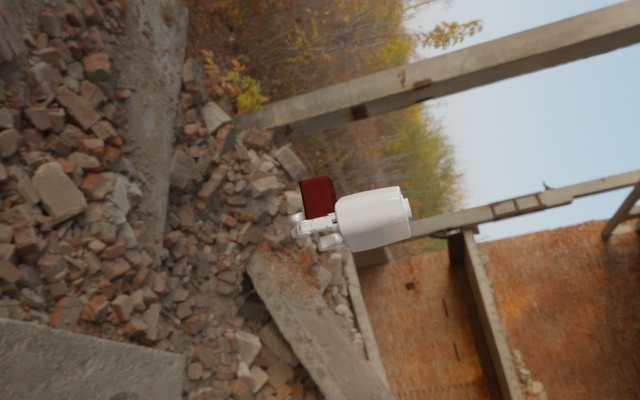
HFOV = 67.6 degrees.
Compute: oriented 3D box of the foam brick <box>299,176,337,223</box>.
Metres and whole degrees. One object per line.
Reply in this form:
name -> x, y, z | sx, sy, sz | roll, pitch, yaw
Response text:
foam brick -> 0.000, 0.002, 0.820 | 0.051, 0.078, 0.053 | -14, -12, 12
